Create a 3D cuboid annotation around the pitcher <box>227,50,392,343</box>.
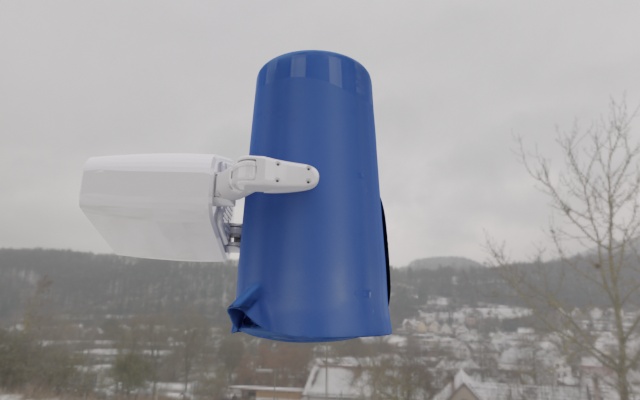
[{"bbox_3d":[0.000,0.001,0.431,0.145,0.242,0.149,1,-13,-1],"label":"pitcher"}]
